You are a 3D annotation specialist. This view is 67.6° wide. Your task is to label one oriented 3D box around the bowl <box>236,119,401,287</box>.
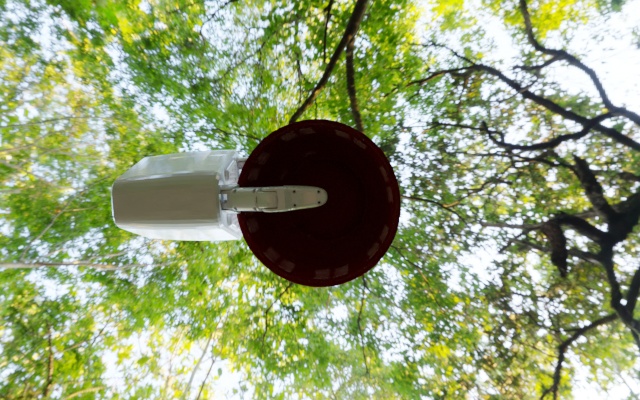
[{"bbox_3d":[0.001,0.002,0.480,0.162,0.162,0.055,0,5,11],"label":"bowl"}]
